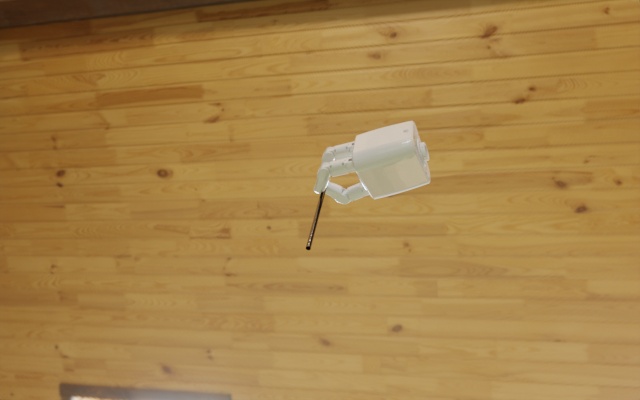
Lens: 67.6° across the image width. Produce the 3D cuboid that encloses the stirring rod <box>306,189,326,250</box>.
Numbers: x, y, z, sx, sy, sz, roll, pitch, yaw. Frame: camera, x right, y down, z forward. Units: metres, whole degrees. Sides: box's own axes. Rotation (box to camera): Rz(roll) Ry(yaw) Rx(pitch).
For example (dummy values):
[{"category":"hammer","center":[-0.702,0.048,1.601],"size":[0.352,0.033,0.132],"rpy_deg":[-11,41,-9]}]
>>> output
[{"category":"stirring rod","center":[0.000,0.003,0.831],"size":[0.011,0.011,0.239],"rpy_deg":[0,36,11]}]
